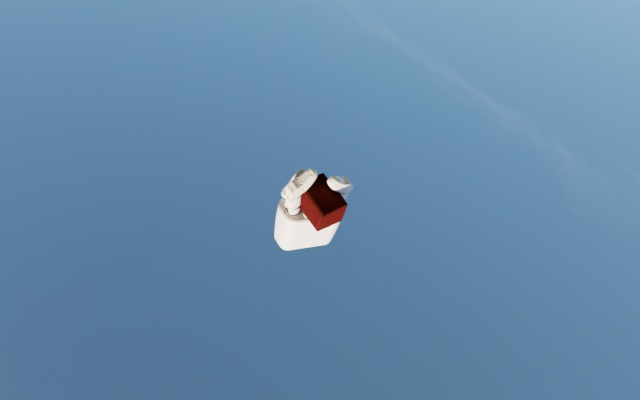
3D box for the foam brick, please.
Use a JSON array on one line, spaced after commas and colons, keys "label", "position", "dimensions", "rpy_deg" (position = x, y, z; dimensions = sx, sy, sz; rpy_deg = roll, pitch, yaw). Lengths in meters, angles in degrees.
[{"label": "foam brick", "position": [0.000, 0.003, 0.807], "dimensions": [0.053, 0.078, 0.051], "rpy_deg": [-22, -29, -27]}]
